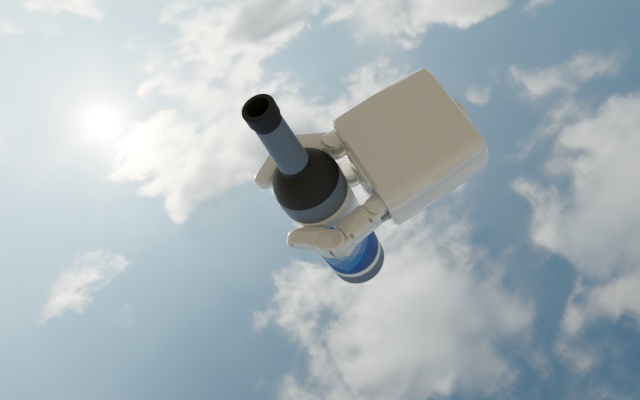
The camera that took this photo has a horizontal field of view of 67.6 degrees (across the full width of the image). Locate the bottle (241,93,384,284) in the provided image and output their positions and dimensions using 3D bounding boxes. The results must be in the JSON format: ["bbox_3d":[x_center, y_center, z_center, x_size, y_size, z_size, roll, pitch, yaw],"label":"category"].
[{"bbox_3d":[0.000,0.002,0.474,0.069,0.069,0.296,0,-29,21],"label":"bottle"}]
